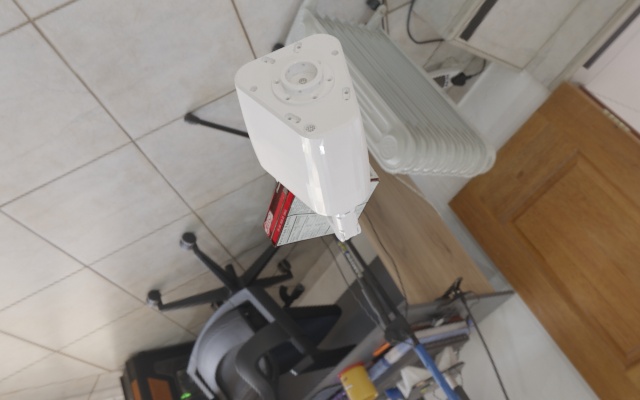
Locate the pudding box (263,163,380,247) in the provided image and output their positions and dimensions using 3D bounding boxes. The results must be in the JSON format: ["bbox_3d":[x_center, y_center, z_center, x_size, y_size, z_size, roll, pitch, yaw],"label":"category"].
[{"bbox_3d":[0.000,0.002,0.529,0.113,0.039,0.090,-8,-38,-31],"label":"pudding box"}]
